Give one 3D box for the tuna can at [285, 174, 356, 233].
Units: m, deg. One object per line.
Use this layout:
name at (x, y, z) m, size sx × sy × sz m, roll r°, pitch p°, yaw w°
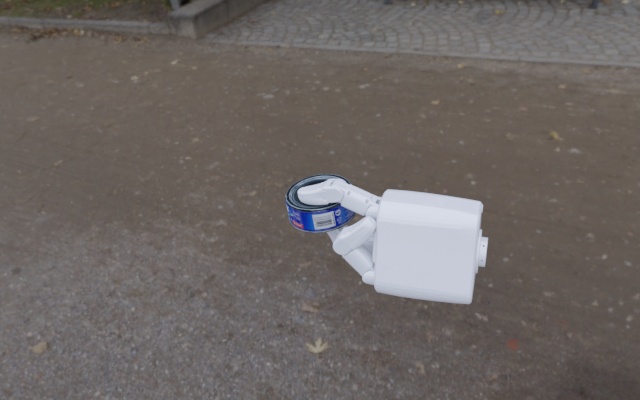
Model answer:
tuna can at (0.000, 0.001, 0.592) m, size 0.086 × 0.034 × 0.086 m, roll -8°, pitch 32°, yaw 5°
